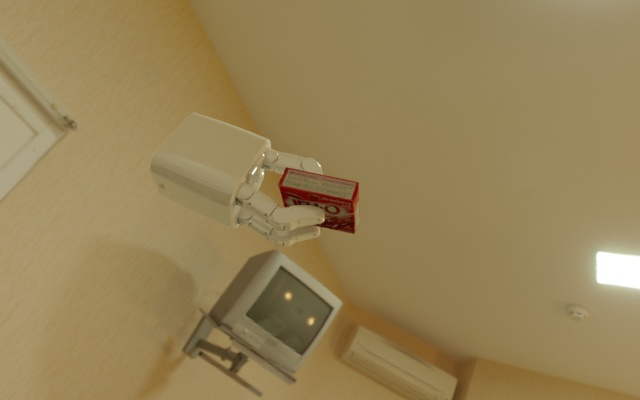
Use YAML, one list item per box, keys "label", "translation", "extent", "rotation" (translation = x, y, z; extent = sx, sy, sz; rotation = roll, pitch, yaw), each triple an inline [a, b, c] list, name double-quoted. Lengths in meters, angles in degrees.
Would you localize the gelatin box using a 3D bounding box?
- label: "gelatin box"
  translation: [0.001, 0.002, 0.556]
  extent: [0.089, 0.030, 0.073]
  rotation: [12, -32, 13]
